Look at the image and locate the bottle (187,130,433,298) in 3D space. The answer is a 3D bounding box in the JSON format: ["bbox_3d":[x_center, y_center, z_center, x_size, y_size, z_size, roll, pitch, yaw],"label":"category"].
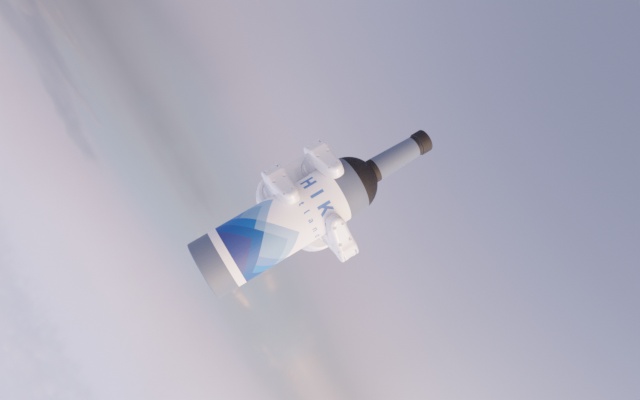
[{"bbox_3d":[0.000,0.002,0.533,0.295,0.069,0.069,-31,7,-12],"label":"bottle"}]
